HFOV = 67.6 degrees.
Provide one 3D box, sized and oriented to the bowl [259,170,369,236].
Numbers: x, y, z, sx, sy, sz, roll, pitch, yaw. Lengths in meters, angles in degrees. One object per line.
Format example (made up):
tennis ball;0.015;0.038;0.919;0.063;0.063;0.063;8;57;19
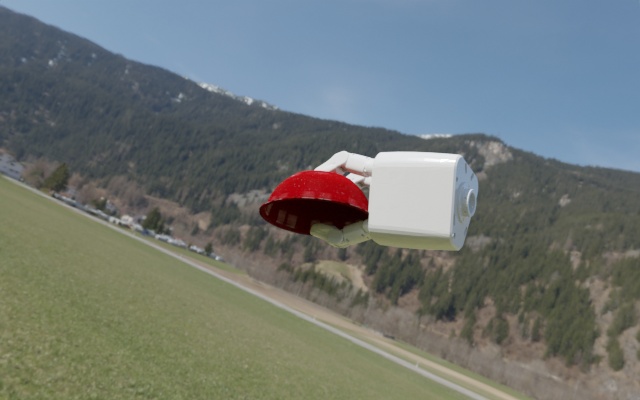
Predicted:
bowl;-0.001;0.002;0.653;0.162;0.055;0.162;5;-20;2
